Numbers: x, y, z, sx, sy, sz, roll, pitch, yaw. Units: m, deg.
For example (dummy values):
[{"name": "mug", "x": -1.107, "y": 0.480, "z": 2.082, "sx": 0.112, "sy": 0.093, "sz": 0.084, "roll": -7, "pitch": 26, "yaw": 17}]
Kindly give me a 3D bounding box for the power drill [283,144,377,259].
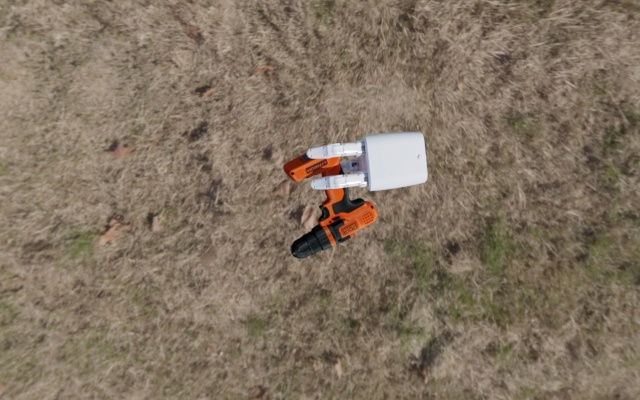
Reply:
[{"name": "power drill", "x": 0.000, "y": 0.002, "z": 0.899, "sx": 0.184, "sy": 0.188, "sz": 0.057, "roll": -29, "pitch": 27, "yaw": -9}]
